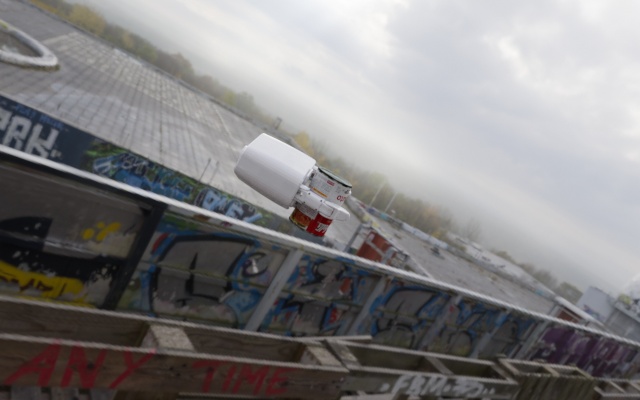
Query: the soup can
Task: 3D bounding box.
[{"bbox_3d":[0.001,0.003,0.804,0.068,0.102,0.068,29,10,-6],"label":"soup can"}]
